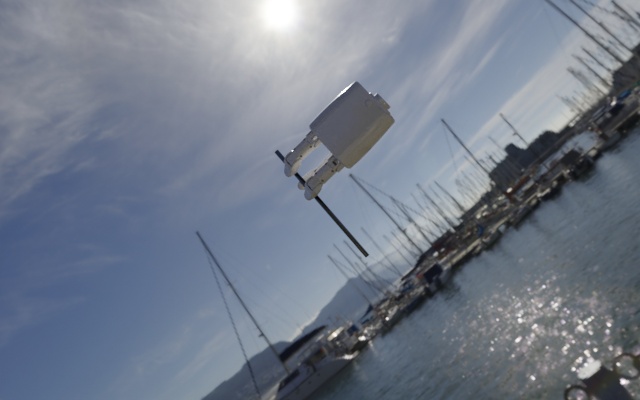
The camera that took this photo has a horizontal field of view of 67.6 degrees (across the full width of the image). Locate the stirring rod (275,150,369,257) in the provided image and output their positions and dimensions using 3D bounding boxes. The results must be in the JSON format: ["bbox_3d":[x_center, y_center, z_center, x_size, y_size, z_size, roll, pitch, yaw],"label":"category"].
[{"bbox_3d":[0.000,0.003,0.808,0.011,0.239,0.011,-39,-13,-11],"label":"stirring rod"}]
